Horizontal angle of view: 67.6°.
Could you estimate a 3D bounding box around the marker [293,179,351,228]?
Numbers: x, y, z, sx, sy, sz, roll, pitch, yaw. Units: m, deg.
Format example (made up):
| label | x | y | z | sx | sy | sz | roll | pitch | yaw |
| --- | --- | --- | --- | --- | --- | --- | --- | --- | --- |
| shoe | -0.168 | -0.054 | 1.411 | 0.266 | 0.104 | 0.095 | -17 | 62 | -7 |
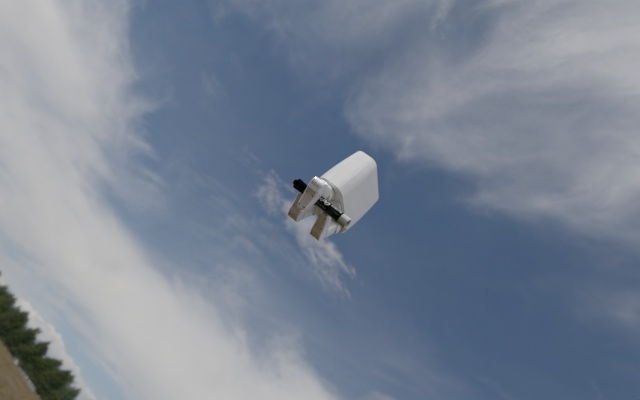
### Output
| label | x | y | z | sx | sy | sz | roll | pitch | yaw |
| --- | --- | --- | --- | --- | --- | --- | --- | --- | --- |
| marker | 0.000 | 0.003 | 0.792 | 0.121 | 0.020 | 0.020 | 38 | 16 | 21 |
